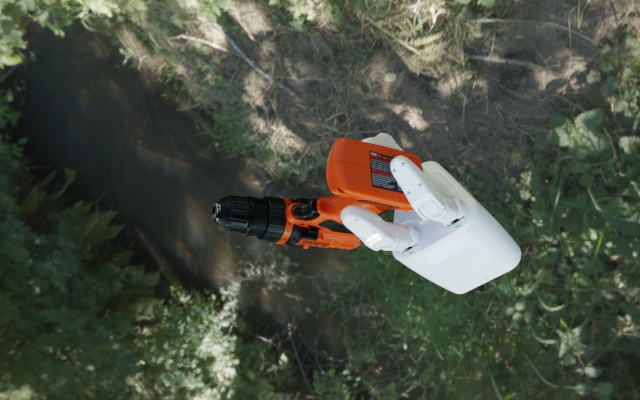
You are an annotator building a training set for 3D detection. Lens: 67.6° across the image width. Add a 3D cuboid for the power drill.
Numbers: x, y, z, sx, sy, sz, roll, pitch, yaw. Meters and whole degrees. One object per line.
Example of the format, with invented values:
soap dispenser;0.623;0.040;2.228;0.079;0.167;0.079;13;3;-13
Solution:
power drill;0.001;0.002;0.491;0.184;0.057;0.188;8;-22;-28
